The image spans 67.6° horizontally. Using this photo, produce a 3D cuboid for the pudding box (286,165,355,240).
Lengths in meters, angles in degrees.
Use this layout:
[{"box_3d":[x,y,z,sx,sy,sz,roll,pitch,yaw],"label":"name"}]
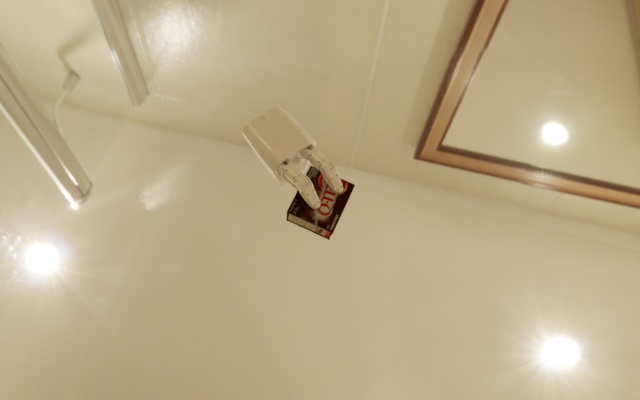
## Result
[{"box_3d":[0.000,0.003,0.862,0.090,0.113,0.039,24,-27,4],"label":"pudding box"}]
